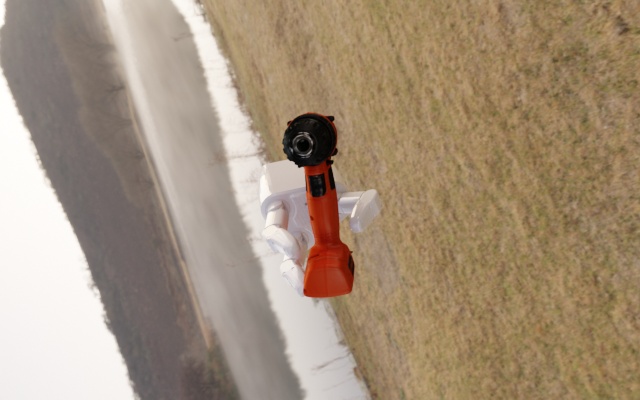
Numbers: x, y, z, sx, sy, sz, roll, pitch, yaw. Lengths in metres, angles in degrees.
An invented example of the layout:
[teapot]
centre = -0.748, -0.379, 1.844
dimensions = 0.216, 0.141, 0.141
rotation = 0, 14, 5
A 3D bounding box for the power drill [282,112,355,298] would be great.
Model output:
[power drill]
centre = 0.000, 0.002, 0.503
dimensions = 0.057, 0.188, 0.184
rotation = -4, 11, 7
